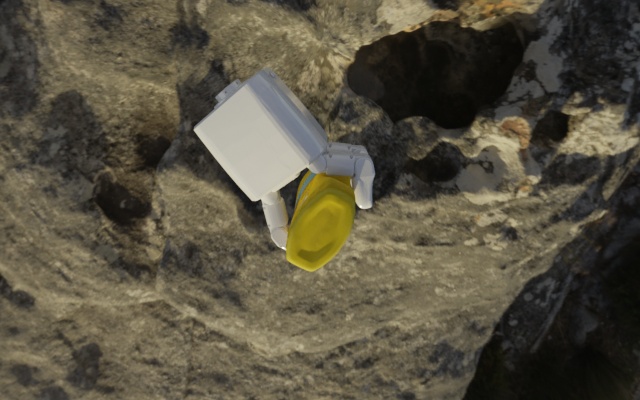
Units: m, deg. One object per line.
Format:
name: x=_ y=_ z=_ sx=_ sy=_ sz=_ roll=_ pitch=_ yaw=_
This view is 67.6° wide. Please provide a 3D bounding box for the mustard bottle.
mustard bottle: x=0.000 y=0.002 z=0.567 sx=0.058 sy=0.096 sz=0.191 roll=26 pitch=17 yaw=-8
